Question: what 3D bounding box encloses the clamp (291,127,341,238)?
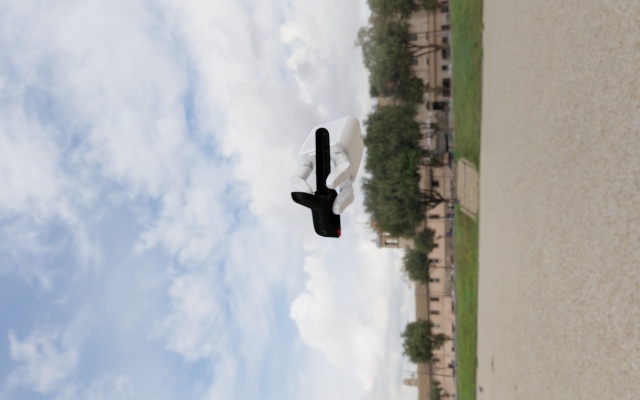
[{"bbox_3d":[0.000,0.003,0.831,0.036,0.210,0.164,4,42,20],"label":"clamp"}]
